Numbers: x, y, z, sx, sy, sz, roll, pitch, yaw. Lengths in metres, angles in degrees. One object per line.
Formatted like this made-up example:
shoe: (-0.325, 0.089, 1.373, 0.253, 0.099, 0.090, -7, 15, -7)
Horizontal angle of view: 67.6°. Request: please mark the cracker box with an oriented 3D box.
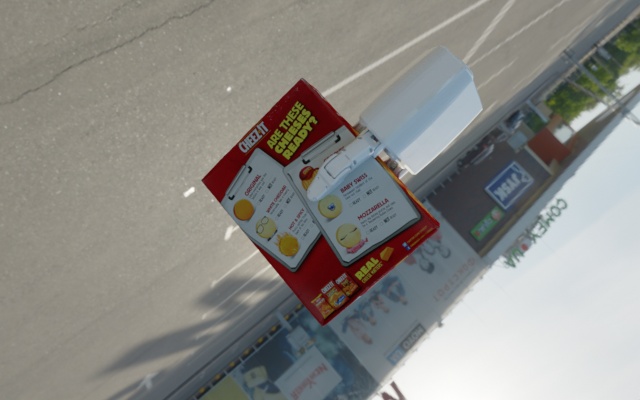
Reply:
cracker box: (0.000, 0.002, 0.533, 0.164, 0.213, 0.072, -43, -9, 11)
